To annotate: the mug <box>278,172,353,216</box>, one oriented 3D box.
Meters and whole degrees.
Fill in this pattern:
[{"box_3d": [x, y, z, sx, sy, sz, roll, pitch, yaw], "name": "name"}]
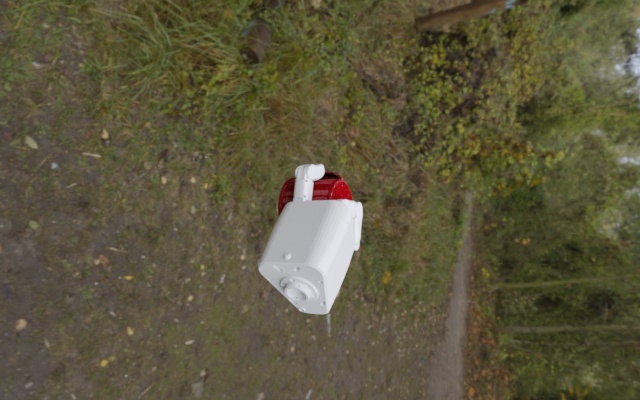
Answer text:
[{"box_3d": [0.001, 0.001, 0.709, 0.081, 0.117, 0.093, -2, -46, 28], "name": "mug"}]
